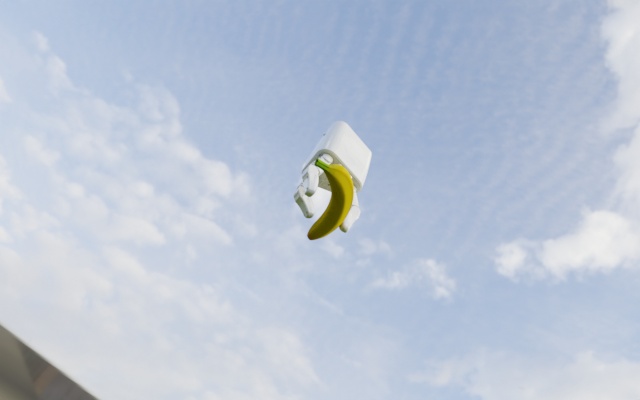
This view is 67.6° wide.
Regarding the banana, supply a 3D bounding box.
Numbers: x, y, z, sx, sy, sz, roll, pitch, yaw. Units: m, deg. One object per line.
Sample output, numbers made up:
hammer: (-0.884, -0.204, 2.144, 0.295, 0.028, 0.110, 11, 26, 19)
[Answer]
banana: (0.018, 0.005, 0.805, 0.069, 0.198, 0.037, 13, 46, 6)
